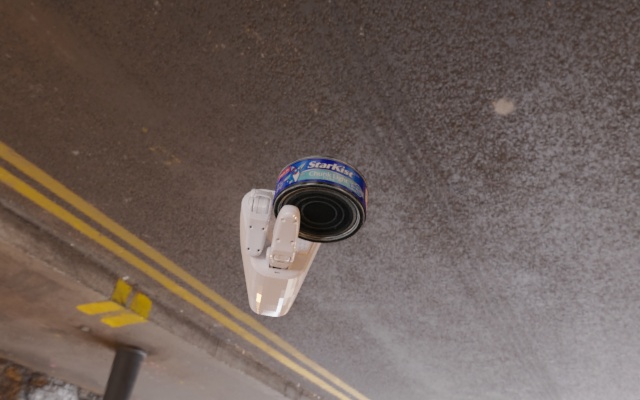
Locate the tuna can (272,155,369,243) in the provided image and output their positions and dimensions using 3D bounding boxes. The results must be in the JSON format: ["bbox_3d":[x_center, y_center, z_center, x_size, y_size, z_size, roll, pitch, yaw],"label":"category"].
[{"bbox_3d":[0.000,0.002,0.434,0.086,0.033,0.086,5,-41,4],"label":"tuna can"}]
